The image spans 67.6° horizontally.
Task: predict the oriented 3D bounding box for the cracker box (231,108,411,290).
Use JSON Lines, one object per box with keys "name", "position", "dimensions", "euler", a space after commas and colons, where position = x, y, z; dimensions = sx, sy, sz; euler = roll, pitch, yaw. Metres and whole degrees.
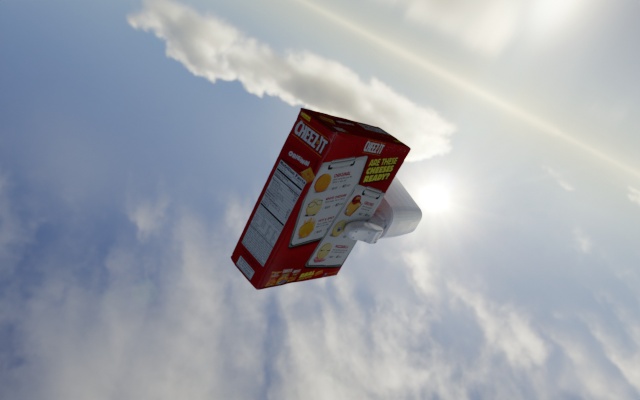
{"name": "cracker box", "position": [0.000, 0.002, 0.604], "dimensions": [0.072, 0.214, 0.164], "euler": [40, 23, 32]}
